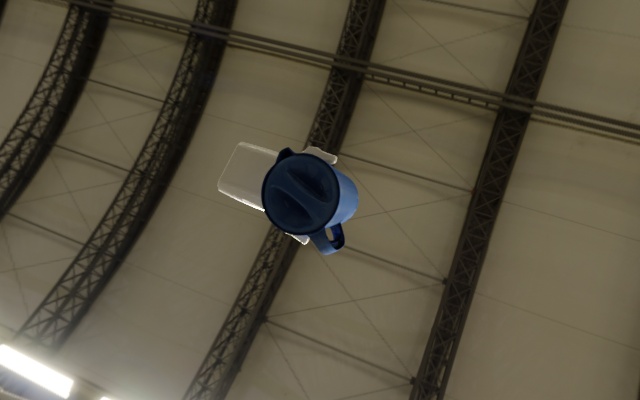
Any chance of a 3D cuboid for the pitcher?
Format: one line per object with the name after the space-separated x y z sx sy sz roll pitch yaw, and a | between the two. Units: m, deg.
0.000 0.003 0.870 0.145 0.149 0.243 20 4 15 | pitcher
